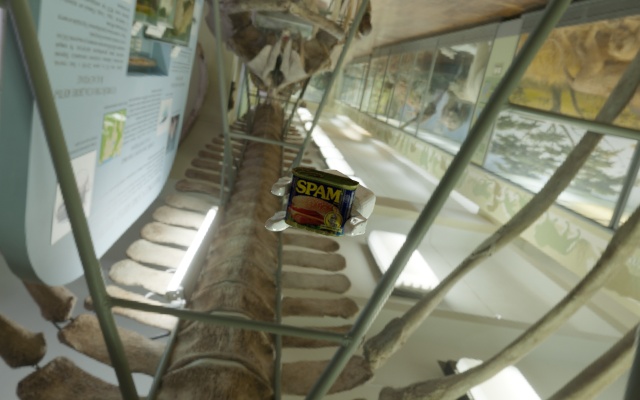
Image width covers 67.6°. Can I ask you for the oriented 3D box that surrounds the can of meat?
[{"bbox_3d":[0.000,0.003,0.725,0.102,0.084,0.057,15,15,12],"label":"can of meat"}]
